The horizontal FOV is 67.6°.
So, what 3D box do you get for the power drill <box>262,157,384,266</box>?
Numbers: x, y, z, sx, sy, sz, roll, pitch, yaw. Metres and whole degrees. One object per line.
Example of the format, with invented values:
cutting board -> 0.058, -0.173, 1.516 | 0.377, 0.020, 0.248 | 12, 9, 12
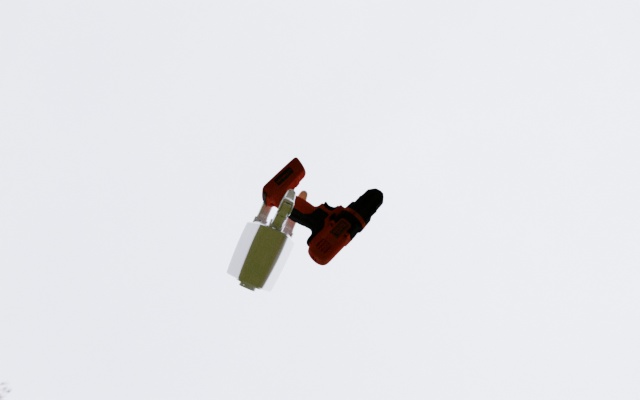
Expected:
power drill -> 0.000, 0.003, 0.883 | 0.187, 0.184, 0.057 | 38, -24, 18
